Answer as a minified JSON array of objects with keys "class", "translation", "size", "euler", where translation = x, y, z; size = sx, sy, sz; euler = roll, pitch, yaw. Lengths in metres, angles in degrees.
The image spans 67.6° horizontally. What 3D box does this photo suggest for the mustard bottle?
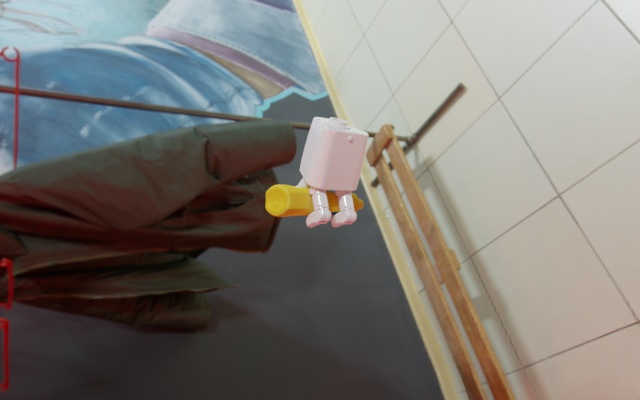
[{"class":"mustard bottle","translation":[0.000,0.003,0.899],"size":[0.191,0.058,0.096],"euler":[2,-3,-32]}]
